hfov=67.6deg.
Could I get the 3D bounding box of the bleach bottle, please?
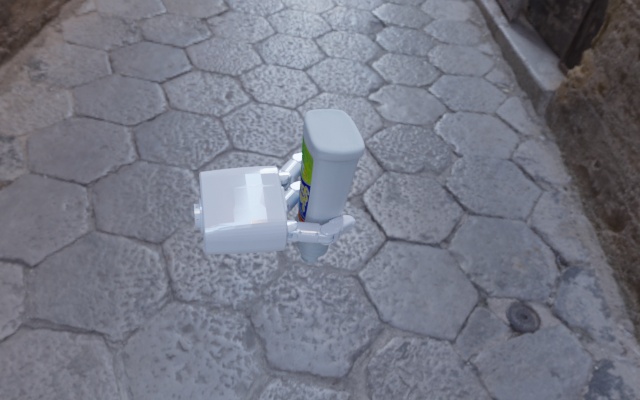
[{"bbox_3d":[0.000,0.002,0.676,0.068,0.251,0.102,-3,43,-14],"label":"bleach bottle"}]
